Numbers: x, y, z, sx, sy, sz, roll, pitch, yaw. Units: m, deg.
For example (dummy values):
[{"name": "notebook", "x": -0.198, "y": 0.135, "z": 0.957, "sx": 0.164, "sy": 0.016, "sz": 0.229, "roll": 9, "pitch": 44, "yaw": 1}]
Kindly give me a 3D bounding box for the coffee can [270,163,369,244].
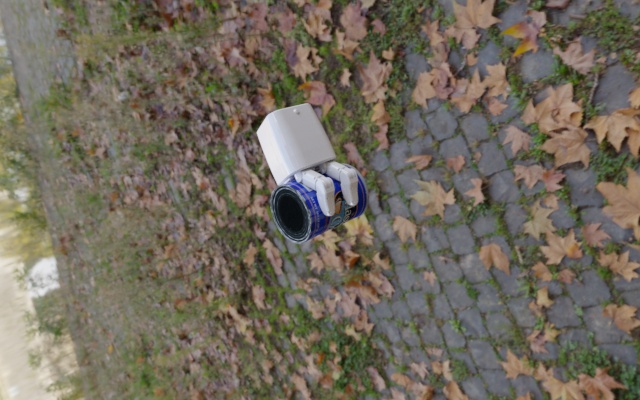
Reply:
[{"name": "coffee can", "x": 0.000, "y": 0.003, "z": 0.824, "sx": 0.140, "sy": 0.103, "sz": 0.103, "roll": -22, "pitch": 14, "yaw": -39}]
